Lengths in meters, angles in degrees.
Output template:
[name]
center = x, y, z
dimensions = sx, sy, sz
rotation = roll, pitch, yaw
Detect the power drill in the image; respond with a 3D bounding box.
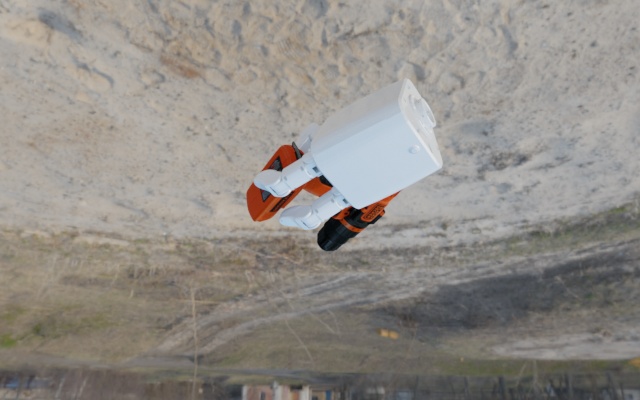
[power drill]
center = 0.000, 0.002, 0.637
dimensions = 0.188, 0.057, 0.184
rotation = 10, -46, -38
